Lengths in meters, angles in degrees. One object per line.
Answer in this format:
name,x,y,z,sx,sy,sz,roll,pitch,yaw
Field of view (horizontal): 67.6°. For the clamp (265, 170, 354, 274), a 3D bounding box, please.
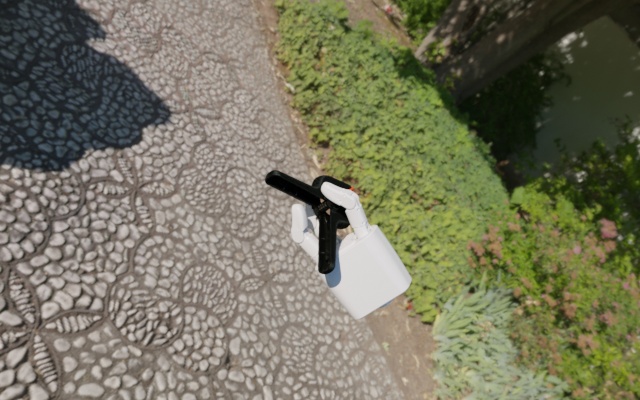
clamp,0.001,0.002,0.745,0.036,0.164,0.210,-30,7,28
